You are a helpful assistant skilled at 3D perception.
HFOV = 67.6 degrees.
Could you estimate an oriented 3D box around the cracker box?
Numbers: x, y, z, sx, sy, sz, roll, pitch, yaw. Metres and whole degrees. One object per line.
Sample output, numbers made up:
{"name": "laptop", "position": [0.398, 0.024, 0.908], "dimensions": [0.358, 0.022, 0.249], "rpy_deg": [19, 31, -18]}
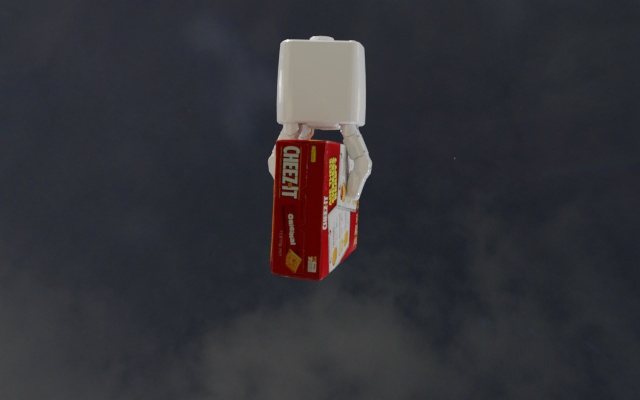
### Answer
{"name": "cracker box", "position": [0.000, 0.002, 0.653], "dimensions": [0.072, 0.164, 0.213], "rpy_deg": [4, 6, 15]}
